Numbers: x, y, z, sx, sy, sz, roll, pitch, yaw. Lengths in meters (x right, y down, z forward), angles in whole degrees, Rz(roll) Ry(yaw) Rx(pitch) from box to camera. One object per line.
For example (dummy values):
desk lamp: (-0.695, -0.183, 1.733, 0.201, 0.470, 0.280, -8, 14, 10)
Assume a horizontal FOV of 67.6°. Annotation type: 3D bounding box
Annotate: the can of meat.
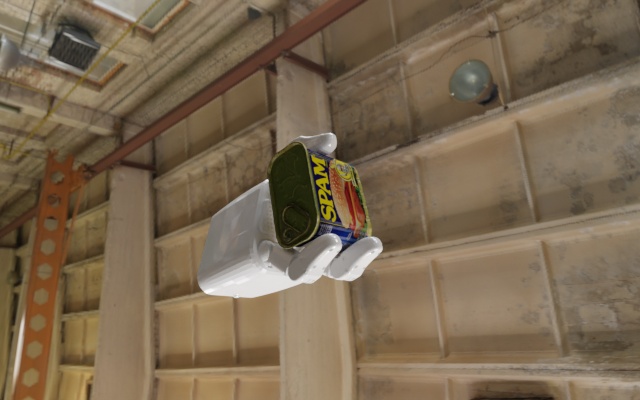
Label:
can of meat: (0.000, 0.002, 0.481, 0.057, 0.102, 0.084, -30, -30, 36)
